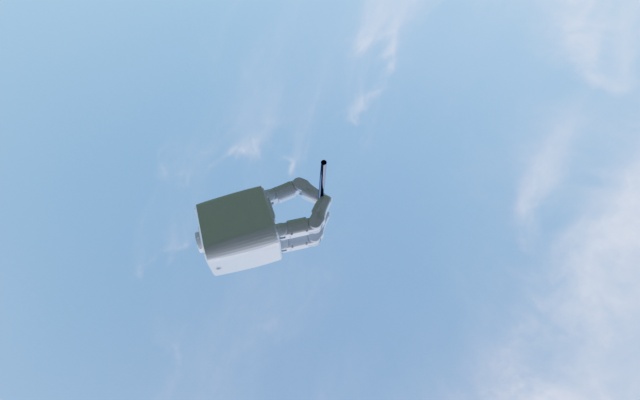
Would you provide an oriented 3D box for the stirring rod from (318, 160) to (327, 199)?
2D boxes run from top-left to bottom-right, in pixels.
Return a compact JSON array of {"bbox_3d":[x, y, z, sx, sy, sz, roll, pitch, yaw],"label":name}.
[{"bbox_3d":[0.000,0.002,0.727,0.011,0.011,0.240,0,-25,-2],"label":"stirring rod"}]
